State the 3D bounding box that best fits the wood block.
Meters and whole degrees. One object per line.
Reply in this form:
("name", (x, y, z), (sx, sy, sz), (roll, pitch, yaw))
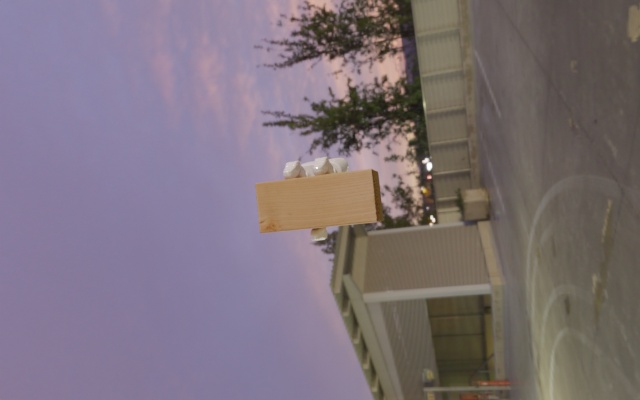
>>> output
("wood block", (0.000, 0.003, 0.848), (0.206, 0.091, 0.090), (-7, -2, 14))
